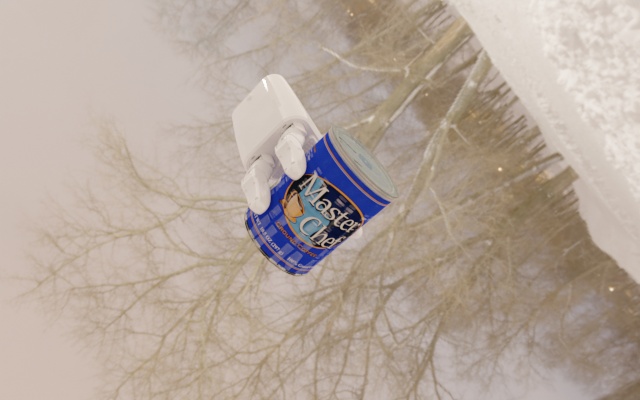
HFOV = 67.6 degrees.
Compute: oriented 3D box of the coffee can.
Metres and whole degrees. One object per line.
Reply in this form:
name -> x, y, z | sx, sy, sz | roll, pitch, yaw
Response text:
coffee can -> 0.000, 0.002, 0.527 | 0.140, 0.102, 0.103 | -42, -17, 19
